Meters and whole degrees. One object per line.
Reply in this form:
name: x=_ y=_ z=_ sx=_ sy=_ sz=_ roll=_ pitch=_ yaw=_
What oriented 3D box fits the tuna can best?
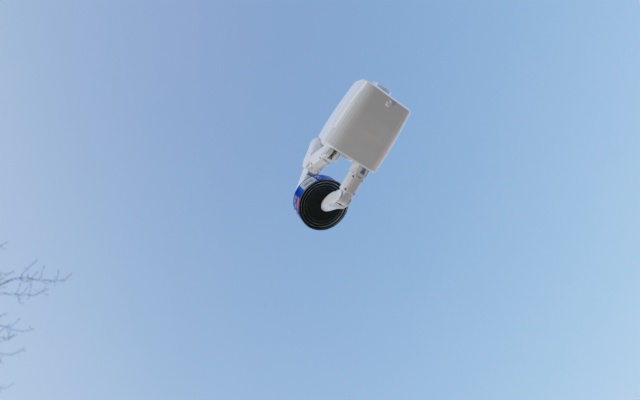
tuna can: x=0.000 y=0.002 z=0.767 sx=0.086 sy=0.086 sz=0.033 roll=0 pitch=18 yaw=-23
